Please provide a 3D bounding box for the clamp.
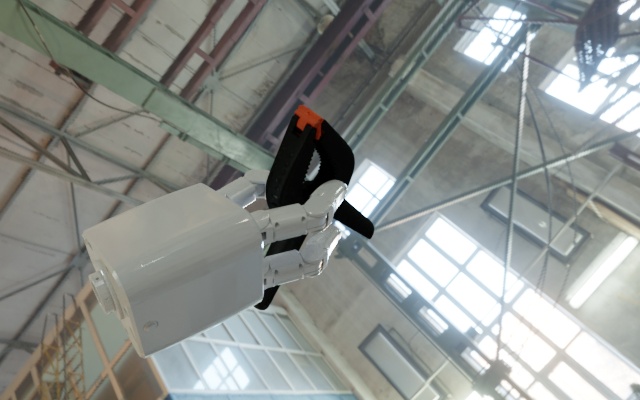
[{"bbox_3d":[-0.001,0.001,0.463,0.164,0.210,0.036,-26,49,-32],"label":"clamp"}]
